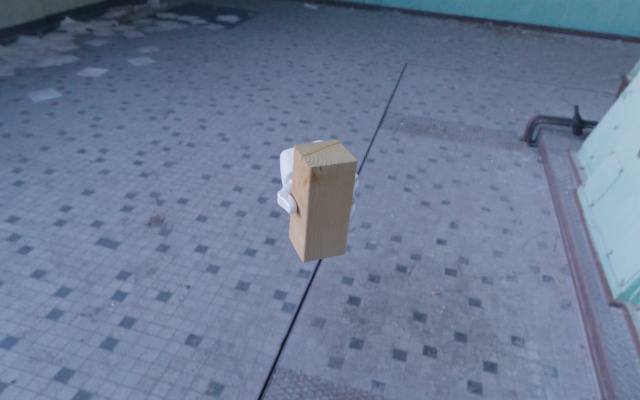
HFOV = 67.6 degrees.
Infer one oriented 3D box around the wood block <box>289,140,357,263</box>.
[{"bbox_3d":[0.000,0.003,0.890,0.091,0.206,0.090,-9,35,-20],"label":"wood block"}]
